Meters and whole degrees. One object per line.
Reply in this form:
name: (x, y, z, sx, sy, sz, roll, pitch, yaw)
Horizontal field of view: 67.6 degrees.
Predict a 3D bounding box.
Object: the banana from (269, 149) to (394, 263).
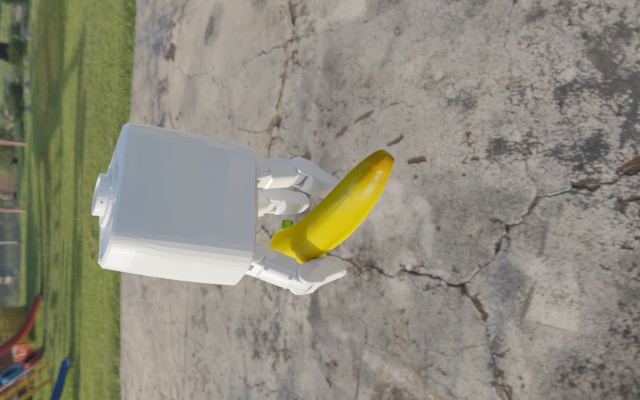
banana: (-0.004, 0.019, 0.427, 0.037, 0.069, 0.198, 20, -28, -24)
